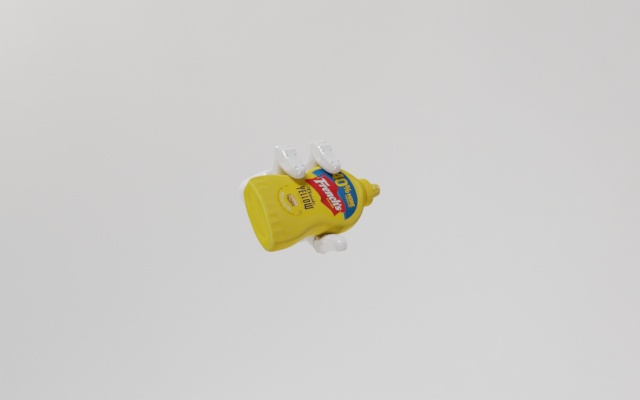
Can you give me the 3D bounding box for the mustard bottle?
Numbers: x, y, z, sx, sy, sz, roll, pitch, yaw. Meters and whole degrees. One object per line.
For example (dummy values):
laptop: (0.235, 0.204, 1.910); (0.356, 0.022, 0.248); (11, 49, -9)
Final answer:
mustard bottle: (0.000, 0.002, 0.641); (0.191, 0.096, 0.058); (-12, -23, -30)
